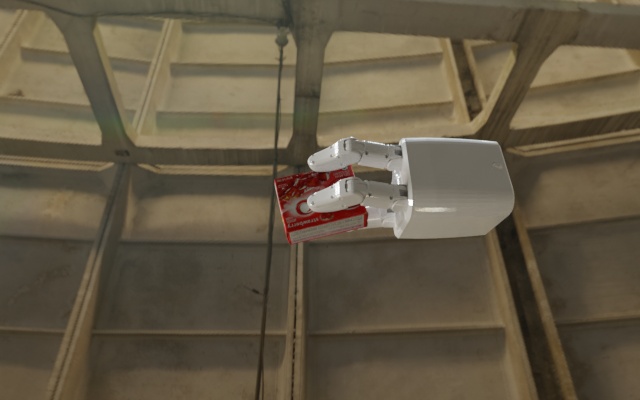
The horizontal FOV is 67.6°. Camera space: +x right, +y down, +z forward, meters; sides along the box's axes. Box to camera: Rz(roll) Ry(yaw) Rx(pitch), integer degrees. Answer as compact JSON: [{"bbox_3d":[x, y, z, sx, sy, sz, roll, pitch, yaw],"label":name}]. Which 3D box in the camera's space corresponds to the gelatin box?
[{"bbox_3d":[0.000,0.002,0.519,0.089,0.073,0.030,-13,-35,-4],"label":"gelatin box"}]
